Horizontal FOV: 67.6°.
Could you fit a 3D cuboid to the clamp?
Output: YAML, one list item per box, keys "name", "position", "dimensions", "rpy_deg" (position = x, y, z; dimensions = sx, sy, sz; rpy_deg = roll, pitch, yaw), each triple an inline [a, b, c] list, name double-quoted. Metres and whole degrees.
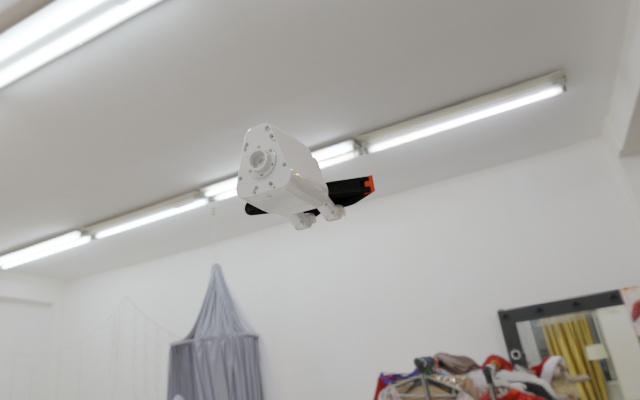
- name: "clamp"
  position: [0.000, 0.002, 0.816]
  dimensions: [0.210, 0.036, 0.164]
  rpy_deg: [-16, -17, 23]
